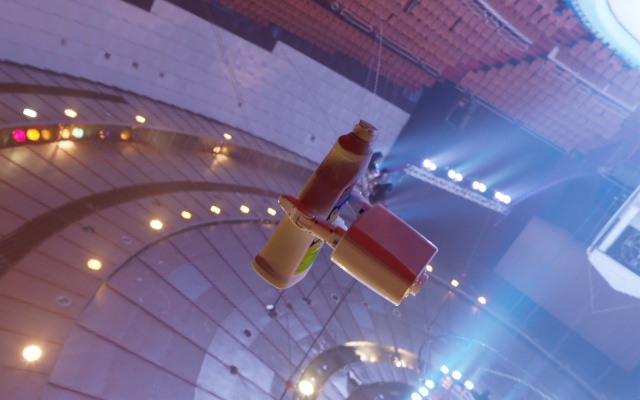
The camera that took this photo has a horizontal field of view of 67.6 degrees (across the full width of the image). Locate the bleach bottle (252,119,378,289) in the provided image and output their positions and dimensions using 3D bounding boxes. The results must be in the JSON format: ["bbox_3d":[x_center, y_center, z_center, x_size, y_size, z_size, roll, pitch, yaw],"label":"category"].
[{"bbox_3d":[0.000,0.002,0.668,0.068,0.251,0.102,36,20,15],"label":"bleach bottle"}]
